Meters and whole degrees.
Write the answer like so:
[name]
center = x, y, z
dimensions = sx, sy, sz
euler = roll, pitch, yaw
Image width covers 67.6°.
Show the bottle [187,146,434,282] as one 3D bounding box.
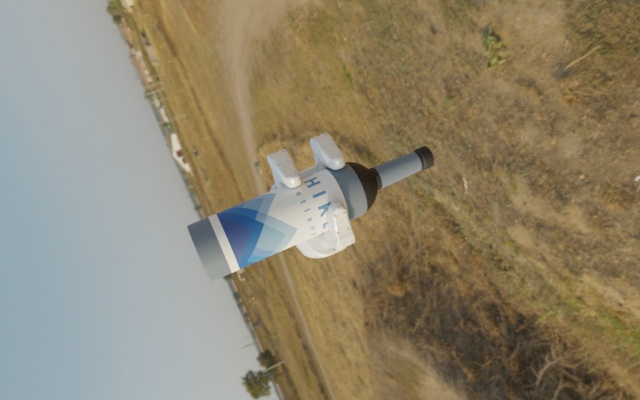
[bottle]
center = 0.000, 0.002, 0.551
dimensions = 0.295, 0.069, 0.069
euler = -23, 5, -13
